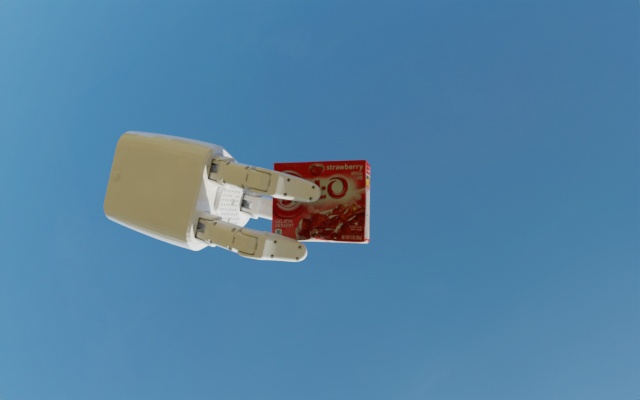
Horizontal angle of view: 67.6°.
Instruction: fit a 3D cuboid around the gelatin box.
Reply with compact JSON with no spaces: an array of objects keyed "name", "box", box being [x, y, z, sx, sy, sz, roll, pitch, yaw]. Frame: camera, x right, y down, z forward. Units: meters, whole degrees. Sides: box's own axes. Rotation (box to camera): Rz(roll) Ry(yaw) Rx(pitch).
[{"name":"gelatin box","box":[0.001,0.001,0.438,0.089,0.073,0.030,0,-5,15]}]
